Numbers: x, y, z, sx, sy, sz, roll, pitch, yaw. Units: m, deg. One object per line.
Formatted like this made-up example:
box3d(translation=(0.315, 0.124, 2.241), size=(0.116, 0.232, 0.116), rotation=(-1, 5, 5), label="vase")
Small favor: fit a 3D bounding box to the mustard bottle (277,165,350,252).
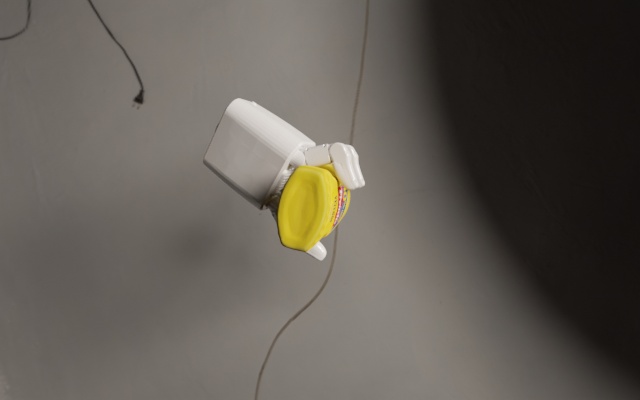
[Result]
box3d(translation=(0.000, 0.002, 0.617), size=(0.058, 0.096, 0.191), rotation=(12, 8, 12), label="mustard bottle")
